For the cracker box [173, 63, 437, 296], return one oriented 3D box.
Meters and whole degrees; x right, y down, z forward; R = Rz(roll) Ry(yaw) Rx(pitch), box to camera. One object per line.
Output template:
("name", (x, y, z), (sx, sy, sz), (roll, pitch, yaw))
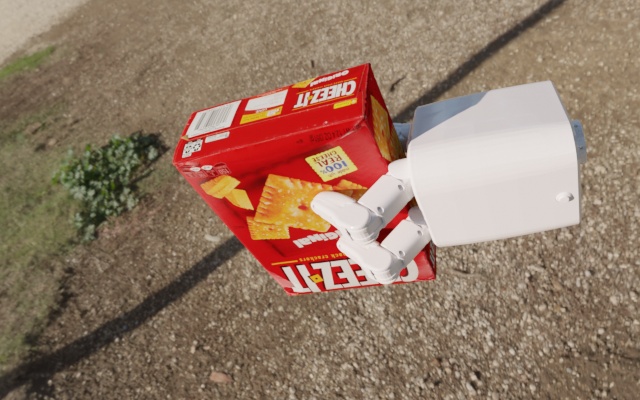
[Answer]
("cracker box", (0.000, 0.001, 0.428), (0.164, 0.072, 0.214), (-10, -43, 22))
